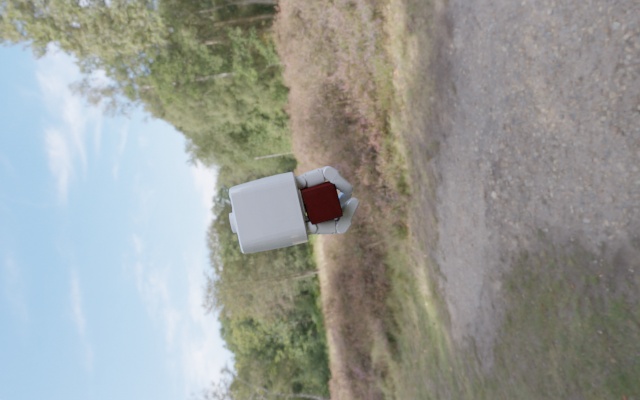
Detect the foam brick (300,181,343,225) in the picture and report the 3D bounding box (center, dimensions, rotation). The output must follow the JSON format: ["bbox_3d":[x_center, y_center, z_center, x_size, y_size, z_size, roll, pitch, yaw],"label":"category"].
[{"bbox_3d":[0.000,0.002,0.752,0.051,0.053,0.078,-15,7,-4],"label":"foam brick"}]
